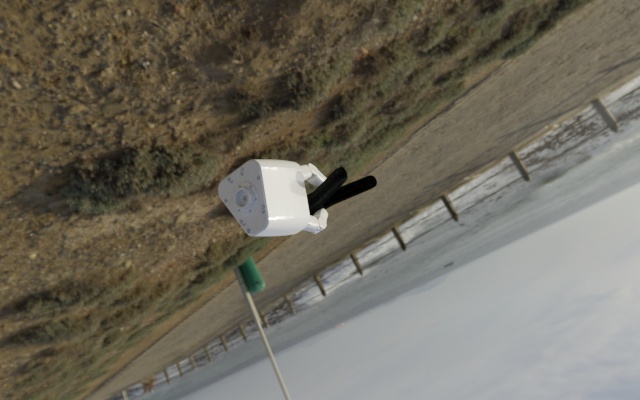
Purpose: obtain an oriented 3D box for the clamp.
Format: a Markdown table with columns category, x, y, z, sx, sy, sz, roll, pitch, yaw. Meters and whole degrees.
| category | x | y | z | sx | sy | sz | roll | pitch | yaw |
| --- | --- | --- | --- | --- | --- | --- | --- | --- | --- |
| clamp | 0.000 | 0.004 | 0.872 | 0.210 | 0.036 | 0.164 | -33 | -17 | 27 |
